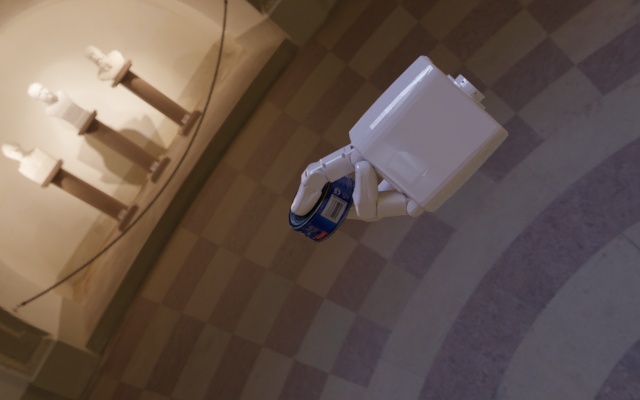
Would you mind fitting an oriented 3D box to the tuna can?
[{"bbox_3d":[0.000,0.002,0.542,0.034,0.086,0.086,29,-13,-23],"label":"tuna can"}]
